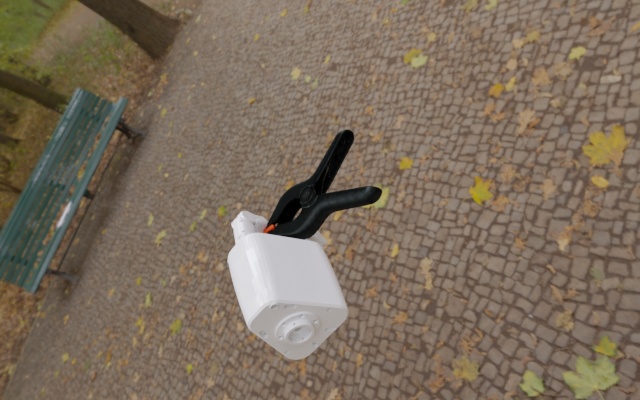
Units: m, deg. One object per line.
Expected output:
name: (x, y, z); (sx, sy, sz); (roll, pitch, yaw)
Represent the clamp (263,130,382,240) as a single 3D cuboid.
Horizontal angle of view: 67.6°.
clamp: (0.000, 0.002, 0.592); (0.039, 0.171, 0.120); (31, 20, -35)
